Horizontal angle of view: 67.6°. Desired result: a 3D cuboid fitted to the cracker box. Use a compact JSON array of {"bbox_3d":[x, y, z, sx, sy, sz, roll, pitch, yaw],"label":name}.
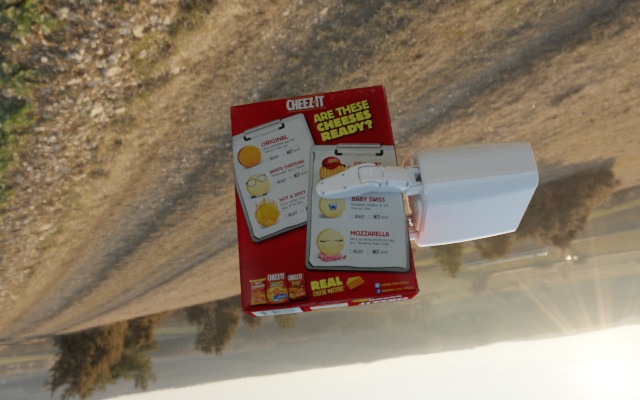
[{"bbox_3d":[0.000,0.002,0.488,0.164,0.213,0.072,-7,-18,2],"label":"cracker box"}]
